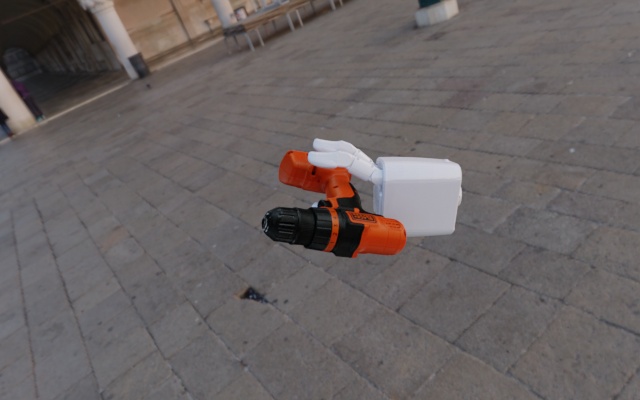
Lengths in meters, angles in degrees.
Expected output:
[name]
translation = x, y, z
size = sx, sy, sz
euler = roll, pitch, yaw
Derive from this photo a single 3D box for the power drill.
[power drill]
translation = 0.000, 0.002, 0.625
size = 0.184, 0.057, 0.187
euler = 10, 29, -24
